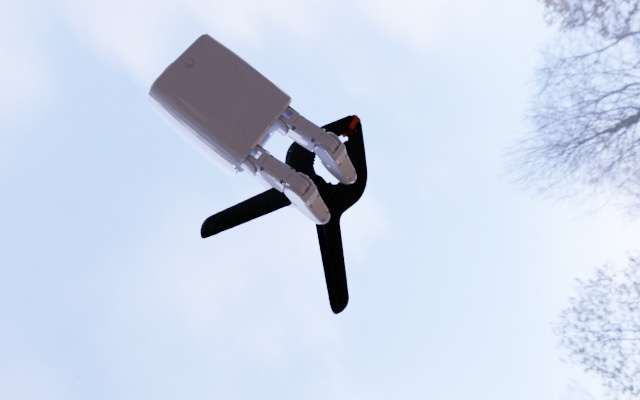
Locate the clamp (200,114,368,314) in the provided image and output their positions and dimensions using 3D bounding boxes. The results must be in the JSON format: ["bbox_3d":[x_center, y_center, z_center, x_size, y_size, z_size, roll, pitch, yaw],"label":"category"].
[{"bbox_3d":[0.000,0.001,0.504,0.164,0.210,0.036,39,-24,-9],"label":"clamp"}]
